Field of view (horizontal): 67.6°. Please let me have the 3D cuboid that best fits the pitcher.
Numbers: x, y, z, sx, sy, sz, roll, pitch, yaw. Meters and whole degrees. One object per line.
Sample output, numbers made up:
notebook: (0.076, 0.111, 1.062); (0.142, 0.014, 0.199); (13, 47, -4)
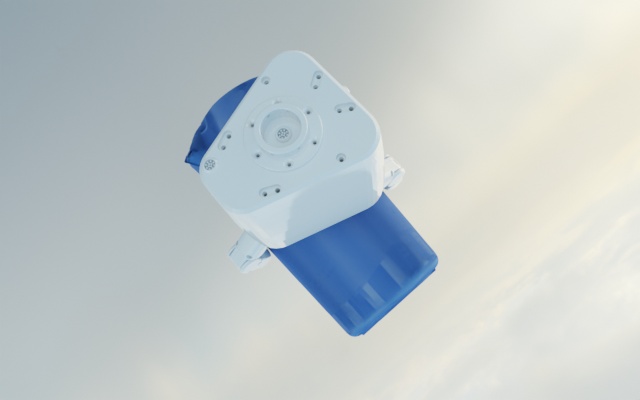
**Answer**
pitcher: (0.000, 0.002, 0.468); (0.149, 0.242, 0.145); (-40, -15, -5)
